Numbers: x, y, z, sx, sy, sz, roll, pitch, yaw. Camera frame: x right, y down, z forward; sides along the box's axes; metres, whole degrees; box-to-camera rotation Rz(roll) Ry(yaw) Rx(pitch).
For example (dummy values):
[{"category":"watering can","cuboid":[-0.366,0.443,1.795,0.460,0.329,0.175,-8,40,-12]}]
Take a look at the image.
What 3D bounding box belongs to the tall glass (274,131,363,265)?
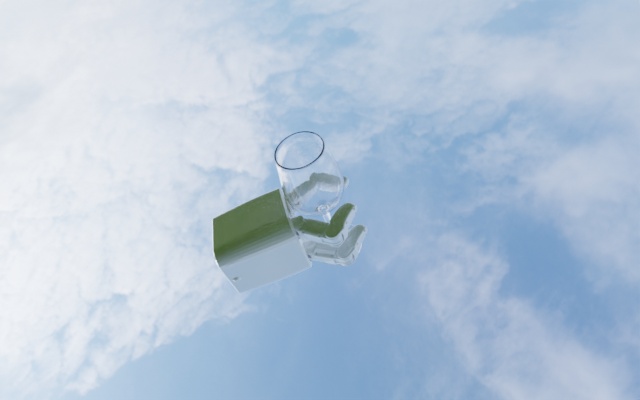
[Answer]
[{"category":"tall glass","cuboid":[0.000,0.002,0.629,0.079,0.079,0.201,0,-38,19]}]
